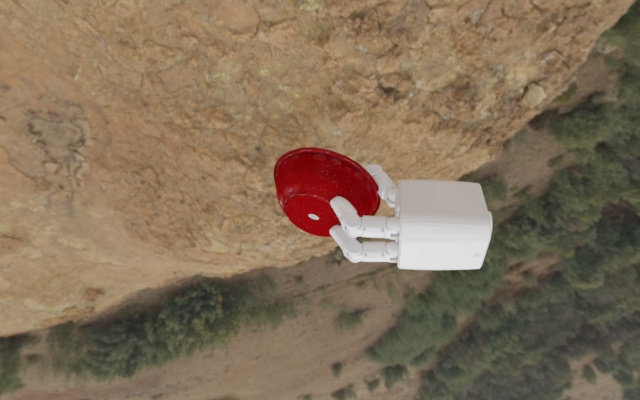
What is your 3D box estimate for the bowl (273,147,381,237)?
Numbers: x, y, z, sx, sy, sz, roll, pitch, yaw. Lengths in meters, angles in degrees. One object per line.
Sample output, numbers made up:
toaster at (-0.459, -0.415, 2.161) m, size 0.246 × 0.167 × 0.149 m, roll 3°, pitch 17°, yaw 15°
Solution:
bowl at (-0.001, 0.003, 0.671) m, size 0.162 × 0.055 × 0.162 m, roll 14°, pitch -37°, yaw 11°
